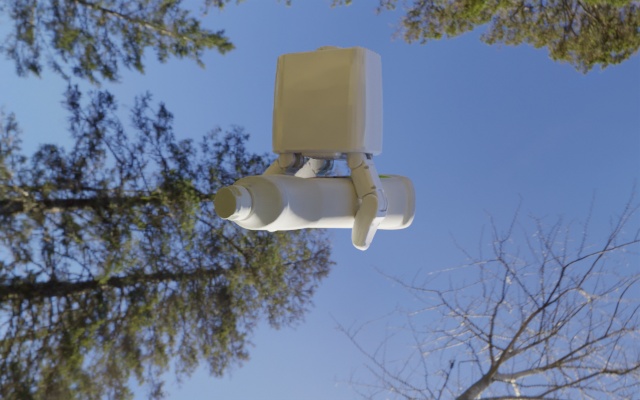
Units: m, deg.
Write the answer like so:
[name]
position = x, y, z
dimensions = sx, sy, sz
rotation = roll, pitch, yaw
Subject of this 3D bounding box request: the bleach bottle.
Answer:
[bleach bottle]
position = 0.000, 0.002, 0.508
dimensions = 0.102, 0.068, 0.251
rotation = 2, 1, 38
